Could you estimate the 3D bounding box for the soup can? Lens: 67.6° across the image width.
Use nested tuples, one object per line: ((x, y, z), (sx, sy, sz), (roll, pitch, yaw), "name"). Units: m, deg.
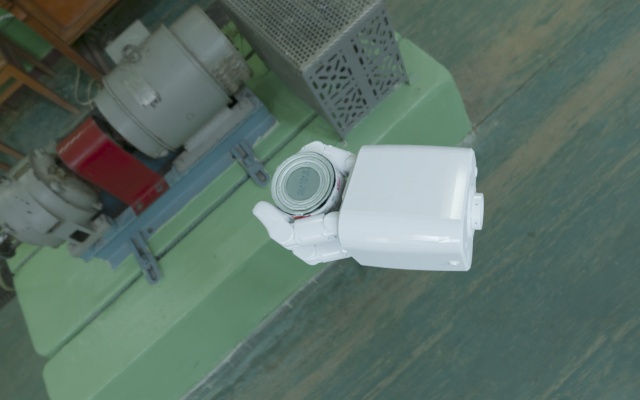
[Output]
((0.000, 0.001, 0.491), (0.068, 0.068, 0.102), (0, -22, 22), "soup can")
